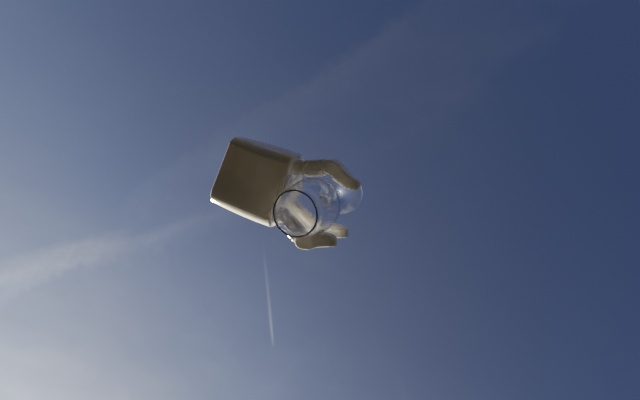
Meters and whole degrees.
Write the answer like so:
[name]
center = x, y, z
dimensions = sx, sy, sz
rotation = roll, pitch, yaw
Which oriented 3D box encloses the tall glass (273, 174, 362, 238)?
[tall glass]
center = 0.000, 0.002, 0.694
dimensions = 0.079, 0.079, 0.201
rotation = 0, 9, 19
